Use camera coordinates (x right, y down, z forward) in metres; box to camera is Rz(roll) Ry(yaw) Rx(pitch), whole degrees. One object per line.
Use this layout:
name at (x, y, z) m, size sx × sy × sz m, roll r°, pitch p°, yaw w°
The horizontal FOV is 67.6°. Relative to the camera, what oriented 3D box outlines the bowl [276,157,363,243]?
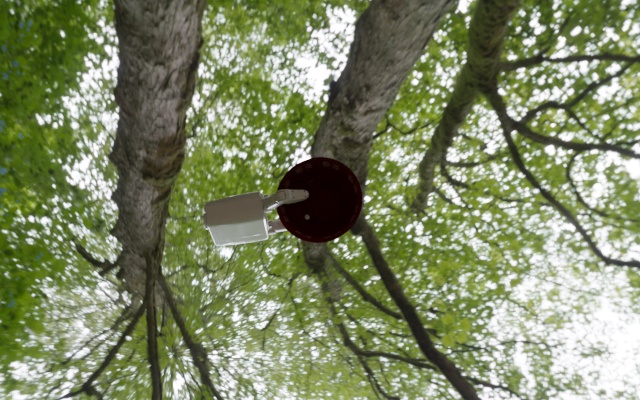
bowl at (0.002, 0.003, 0.898) m, size 0.162 × 0.162 × 0.055 m, roll 0°, pitch -12°, yaw 9°
